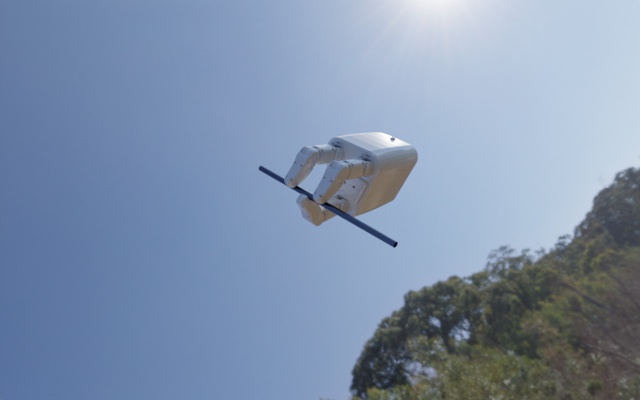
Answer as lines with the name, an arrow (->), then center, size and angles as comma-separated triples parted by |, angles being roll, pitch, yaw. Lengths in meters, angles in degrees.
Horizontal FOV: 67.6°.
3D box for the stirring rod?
stirring rod -> 0.000, 0.002, 0.611 | 0.239, 0.011, 0.011 | 30, 18, 35
